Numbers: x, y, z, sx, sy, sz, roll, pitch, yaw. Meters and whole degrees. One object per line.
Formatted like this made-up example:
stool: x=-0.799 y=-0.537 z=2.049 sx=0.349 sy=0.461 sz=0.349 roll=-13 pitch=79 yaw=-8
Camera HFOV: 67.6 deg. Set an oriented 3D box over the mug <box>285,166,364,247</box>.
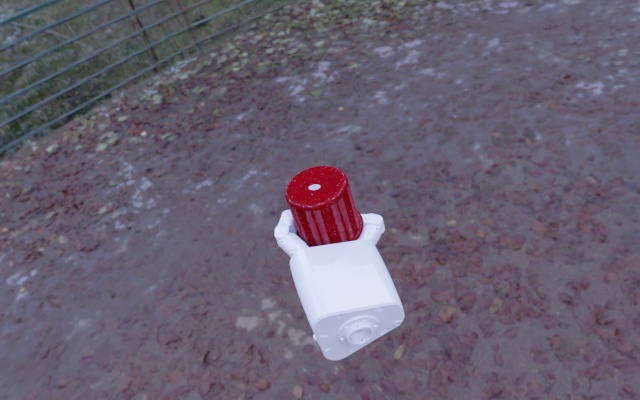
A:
mug: x=0.000 y=0.001 z=0.629 sx=0.093 sy=0.082 sz=0.117 roll=-21 pitch=41 yaw=-3
